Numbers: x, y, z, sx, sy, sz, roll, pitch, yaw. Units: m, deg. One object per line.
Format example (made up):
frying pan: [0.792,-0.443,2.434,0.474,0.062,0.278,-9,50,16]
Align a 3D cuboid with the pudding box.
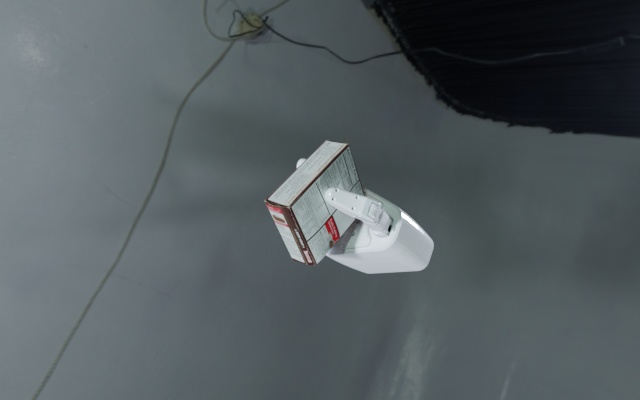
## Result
pudding box: [0.000,0.002,0.524,0.039,0.090,0.113,11,47,38]
